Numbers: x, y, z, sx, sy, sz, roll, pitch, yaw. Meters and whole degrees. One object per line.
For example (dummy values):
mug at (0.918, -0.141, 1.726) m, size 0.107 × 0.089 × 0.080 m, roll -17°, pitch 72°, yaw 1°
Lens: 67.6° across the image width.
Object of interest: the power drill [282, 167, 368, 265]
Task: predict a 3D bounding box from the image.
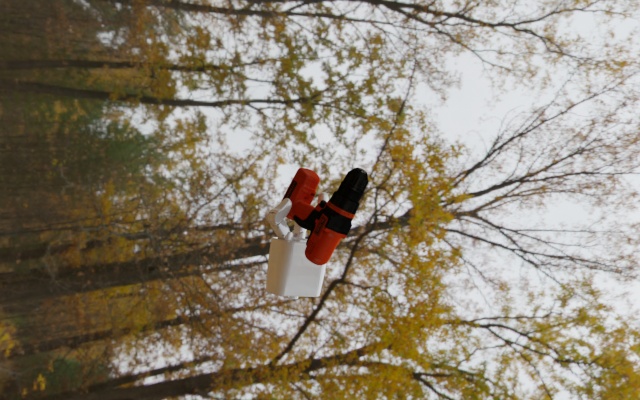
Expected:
power drill at (0.000, 0.003, 0.879) m, size 0.057 × 0.184 × 0.187 m, roll 24°, pitch 9°, yaw -31°
